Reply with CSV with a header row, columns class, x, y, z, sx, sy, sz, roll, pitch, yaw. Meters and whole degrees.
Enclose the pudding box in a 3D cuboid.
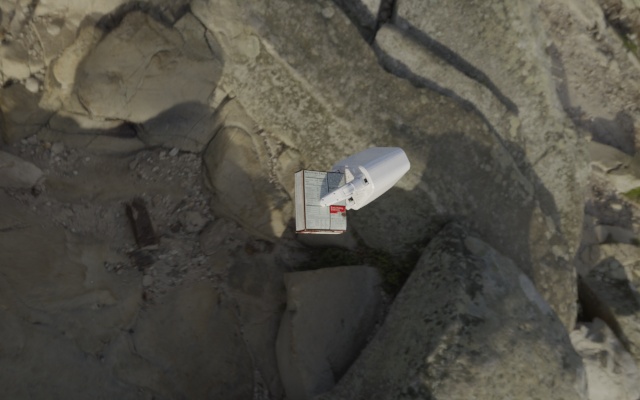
class,x,y,z,sx,sy,sz,roll,pitch,yaw
pudding box,0.000,0.003,0.864,0.090,0.113,0.039,3,-12,-29
